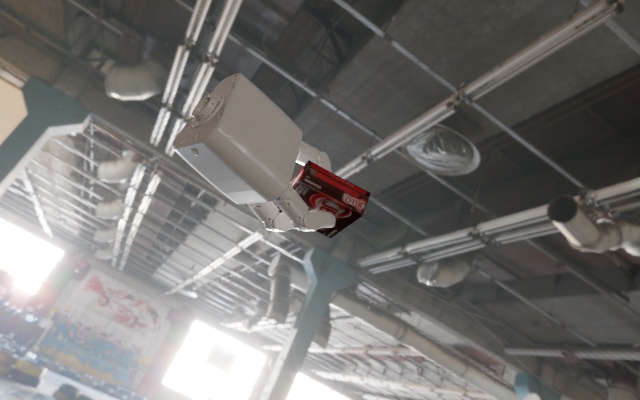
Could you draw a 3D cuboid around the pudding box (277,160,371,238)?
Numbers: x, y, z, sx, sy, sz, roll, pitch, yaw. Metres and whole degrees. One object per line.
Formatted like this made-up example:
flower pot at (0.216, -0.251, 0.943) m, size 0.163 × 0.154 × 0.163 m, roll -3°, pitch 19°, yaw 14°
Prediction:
pudding box at (0.000, 0.002, 0.616) m, size 0.090 × 0.039 × 0.113 m, roll 28°, pitch -24°, yaw -9°
